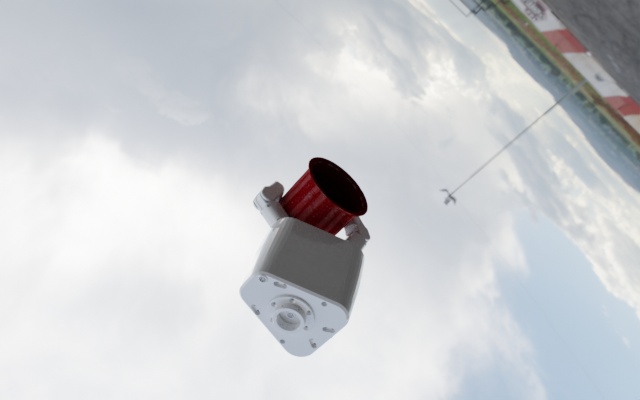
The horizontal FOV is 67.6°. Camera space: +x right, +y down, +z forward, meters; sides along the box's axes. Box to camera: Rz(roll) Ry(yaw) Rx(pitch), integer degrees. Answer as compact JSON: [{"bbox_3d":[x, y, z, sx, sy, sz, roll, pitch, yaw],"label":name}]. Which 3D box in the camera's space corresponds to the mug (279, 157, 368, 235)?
[{"bbox_3d":[0.000,0.001,0.604,0.081,0.093,0.117,-45,9,27],"label":"mug"}]
